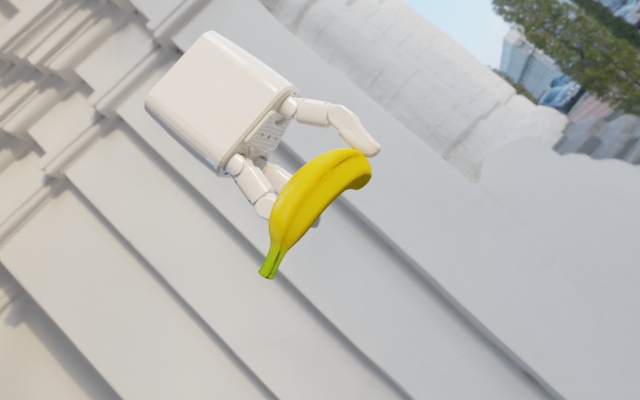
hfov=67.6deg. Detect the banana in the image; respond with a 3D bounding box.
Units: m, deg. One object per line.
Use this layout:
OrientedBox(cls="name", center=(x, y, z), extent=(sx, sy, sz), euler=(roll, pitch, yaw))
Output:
OrientedBox(cls="banana", center=(0.006, -0.011, 0.406), extent=(0.037, 0.070, 0.197), euler=(35, 35, 11))
